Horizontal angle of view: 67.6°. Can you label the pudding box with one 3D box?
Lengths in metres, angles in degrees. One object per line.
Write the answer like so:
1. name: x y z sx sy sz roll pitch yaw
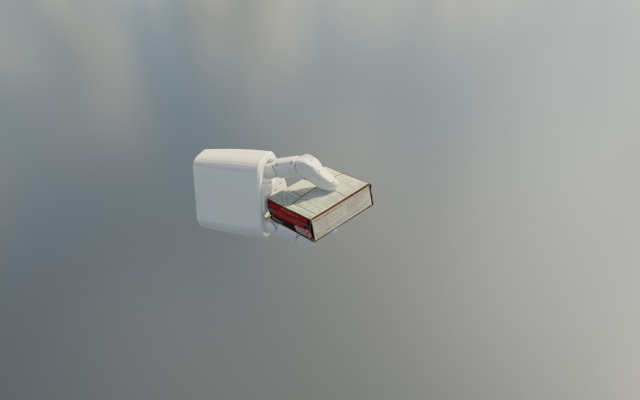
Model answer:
1. pudding box: 0.000 0.002 0.634 0.113 0.039 0.090 -32 39 -31
